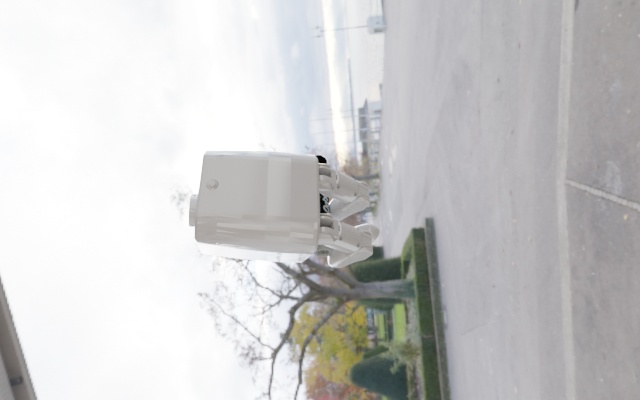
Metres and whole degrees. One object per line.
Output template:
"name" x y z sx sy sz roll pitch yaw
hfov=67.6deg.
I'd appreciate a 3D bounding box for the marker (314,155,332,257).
"marker" 0.000 0.002 0.507 0.020 0.121 0.020 -2 -32 -1
